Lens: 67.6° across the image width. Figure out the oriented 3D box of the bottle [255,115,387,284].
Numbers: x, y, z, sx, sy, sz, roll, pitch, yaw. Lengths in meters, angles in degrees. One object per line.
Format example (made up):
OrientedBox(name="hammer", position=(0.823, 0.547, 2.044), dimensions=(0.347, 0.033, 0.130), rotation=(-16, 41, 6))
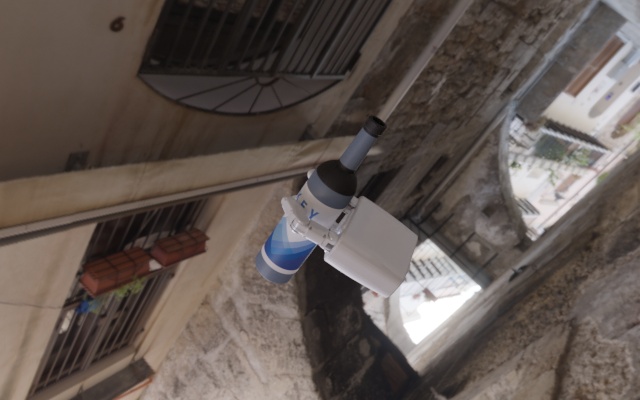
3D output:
OrientedBox(name="bottle", position=(0.000, 0.002, 0.688), dimensions=(0.069, 0.296, 0.069), rotation=(26, 31, -17))
